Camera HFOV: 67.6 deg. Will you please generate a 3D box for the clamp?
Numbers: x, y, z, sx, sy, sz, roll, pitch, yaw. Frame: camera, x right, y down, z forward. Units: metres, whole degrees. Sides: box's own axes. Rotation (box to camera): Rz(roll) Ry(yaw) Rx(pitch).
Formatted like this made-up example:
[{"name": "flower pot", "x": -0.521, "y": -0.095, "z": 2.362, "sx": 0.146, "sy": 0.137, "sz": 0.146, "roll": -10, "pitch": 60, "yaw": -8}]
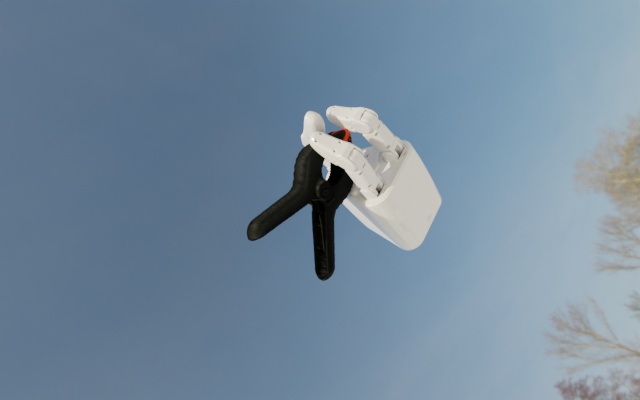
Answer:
[{"name": "clamp", "x": 0.000, "y": 0.002, "z": 0.537, "sx": 0.039, "sy": 0.171, "sz": 0.120, "roll": 8, "pitch": -31, "yaw": 46}]
